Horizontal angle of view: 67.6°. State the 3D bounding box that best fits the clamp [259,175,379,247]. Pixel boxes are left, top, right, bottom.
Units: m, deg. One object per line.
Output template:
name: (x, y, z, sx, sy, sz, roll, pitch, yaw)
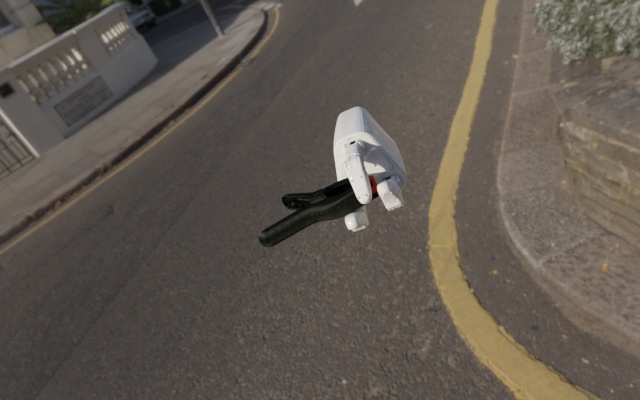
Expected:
clamp: (0.000, 0.002, 0.657, 0.171, 0.039, 0.120, -20, 28, 14)
